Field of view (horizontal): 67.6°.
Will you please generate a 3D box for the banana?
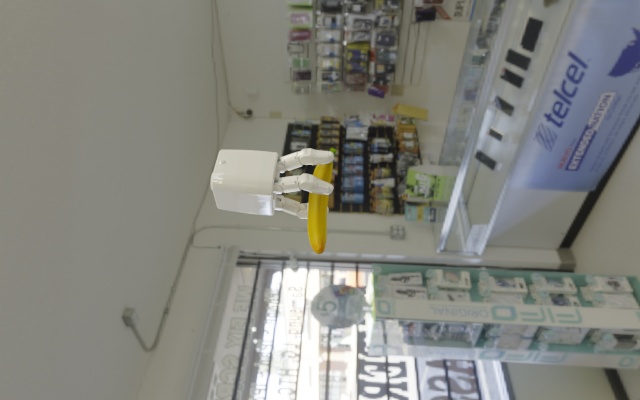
[{"bbox_3d":[-0.002,0.006,0.860,0.037,0.197,0.070,8,-19,-6],"label":"banana"}]
